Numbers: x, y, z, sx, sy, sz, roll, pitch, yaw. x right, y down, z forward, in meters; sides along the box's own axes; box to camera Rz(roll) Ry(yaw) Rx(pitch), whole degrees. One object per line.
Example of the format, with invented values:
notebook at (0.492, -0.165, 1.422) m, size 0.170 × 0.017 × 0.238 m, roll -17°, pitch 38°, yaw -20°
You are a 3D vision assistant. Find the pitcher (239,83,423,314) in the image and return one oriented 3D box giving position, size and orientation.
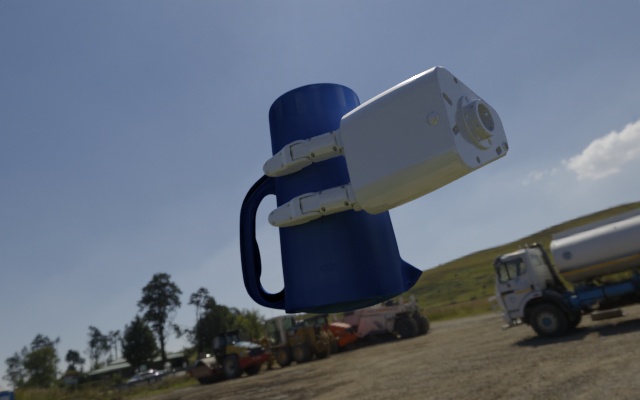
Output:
pitcher at (0.000, 0.002, 0.529) m, size 0.149 × 0.242 × 0.145 m, roll 4°, pitch -20°, yaw -42°
